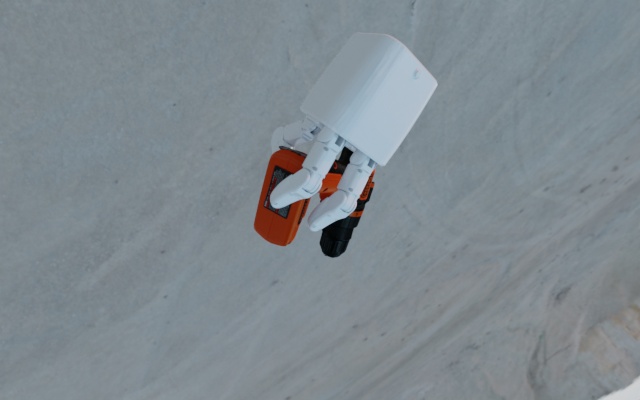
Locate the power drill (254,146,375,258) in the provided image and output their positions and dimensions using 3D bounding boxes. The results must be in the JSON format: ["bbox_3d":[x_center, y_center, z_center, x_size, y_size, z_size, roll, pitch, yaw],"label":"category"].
[{"bbox_3d":[0.000,0.002,0.597,0.057,0.184,0.187,24,19,27],"label":"power drill"}]
